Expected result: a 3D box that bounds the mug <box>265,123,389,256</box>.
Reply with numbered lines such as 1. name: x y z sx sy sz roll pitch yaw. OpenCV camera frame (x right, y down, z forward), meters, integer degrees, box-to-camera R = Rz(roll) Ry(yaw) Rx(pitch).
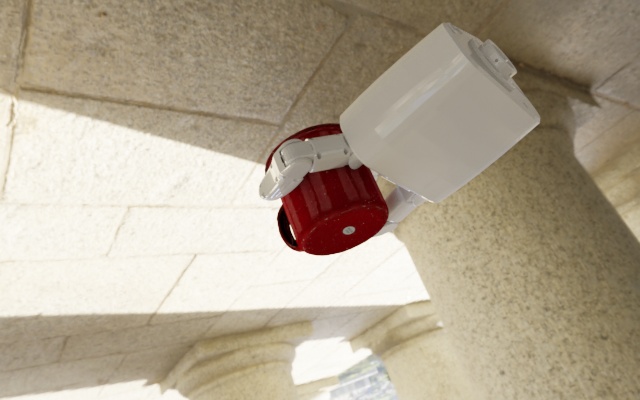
1. mug: -0.001 0.002 0.420 0.093 0.081 0.117 10 -42 -44
